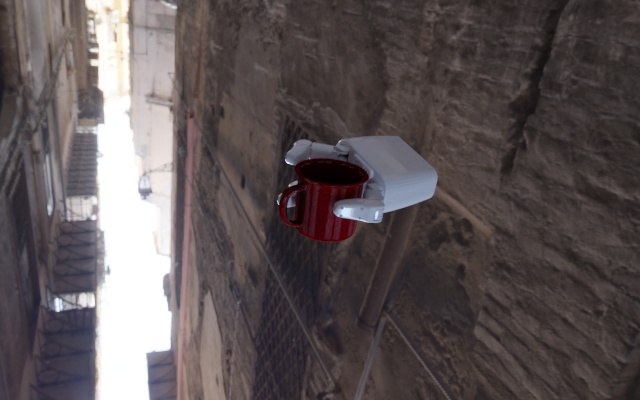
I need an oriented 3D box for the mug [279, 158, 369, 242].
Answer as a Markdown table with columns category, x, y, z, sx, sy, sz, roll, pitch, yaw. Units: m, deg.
| category | x | y | z | sx | sy | sz | roll | pitch | yaw |
| --- | --- | --- | --- | --- | --- | --- | --- | --- | --- |
| mug | -0.001 | 0.002 | 0.601 | 0.117 | 0.081 | 0.093 | -12 | 31 | -36 |
